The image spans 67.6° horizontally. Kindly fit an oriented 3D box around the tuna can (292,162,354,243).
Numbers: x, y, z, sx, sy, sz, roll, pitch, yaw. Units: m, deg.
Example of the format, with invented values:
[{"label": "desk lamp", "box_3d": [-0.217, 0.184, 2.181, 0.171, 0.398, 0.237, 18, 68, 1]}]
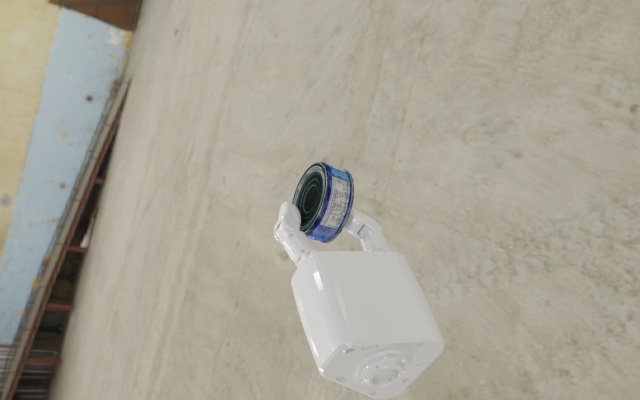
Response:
[{"label": "tuna can", "box_3d": [0.000, 0.002, 0.525, 0.034, 0.086, 0.086, 17, -8, -25]}]
